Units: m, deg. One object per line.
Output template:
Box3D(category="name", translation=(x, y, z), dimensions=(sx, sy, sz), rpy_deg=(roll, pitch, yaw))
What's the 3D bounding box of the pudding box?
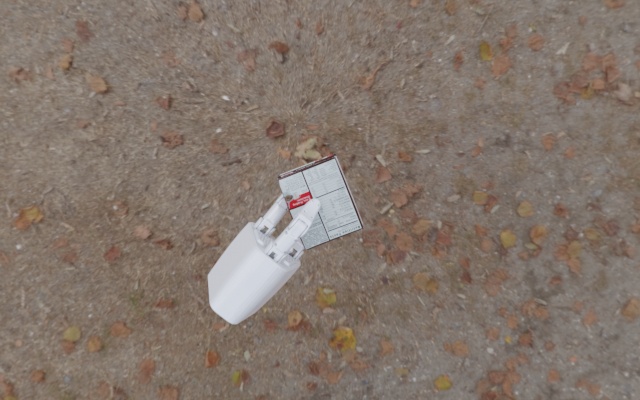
Box3D(category="pudding box", translation=(0.000, 0.002, 0.669), dimensions=(0.090, 0.113, 0.039), rpy_deg=(-21, 11, 4))
